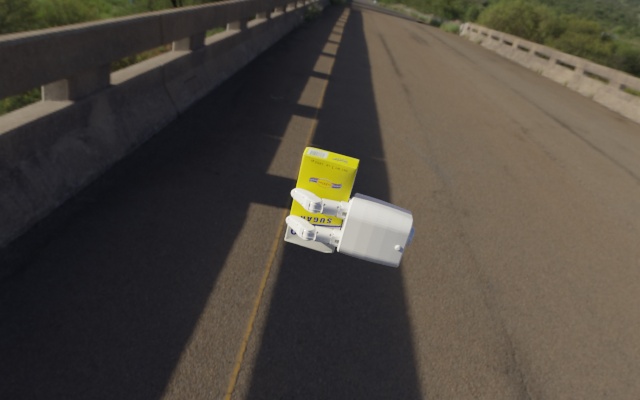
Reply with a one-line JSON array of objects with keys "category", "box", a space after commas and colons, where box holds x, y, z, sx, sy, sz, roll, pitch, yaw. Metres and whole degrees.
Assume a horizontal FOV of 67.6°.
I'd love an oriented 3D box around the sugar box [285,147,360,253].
[{"category": "sugar box", "box": [0.000, 0.003, 0.825, 0.093, 0.176, 0.048, 15, 27, 4]}]
